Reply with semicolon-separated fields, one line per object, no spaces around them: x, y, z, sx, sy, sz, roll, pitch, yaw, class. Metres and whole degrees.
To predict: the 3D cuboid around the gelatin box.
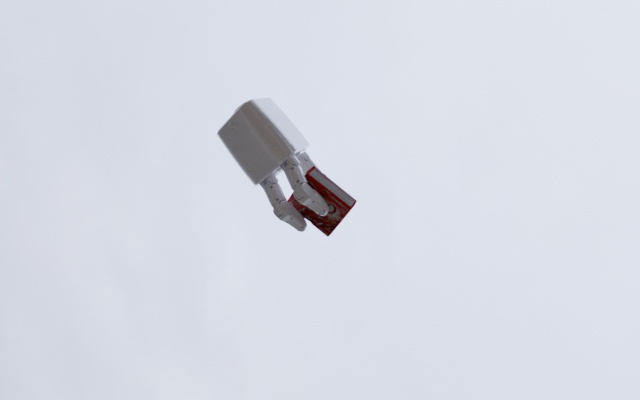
0.001;0.002;0.745;0.089;0.073;0.030;38;36;2;gelatin box
